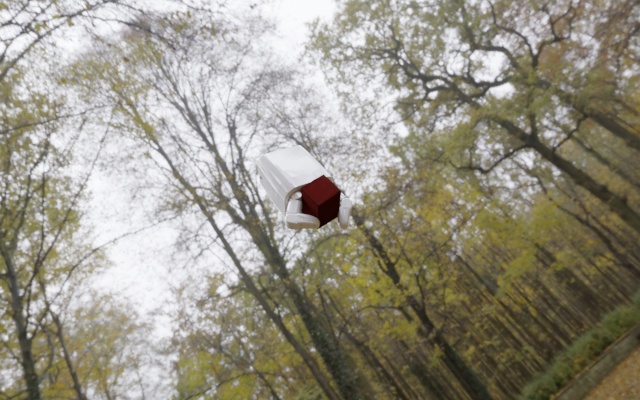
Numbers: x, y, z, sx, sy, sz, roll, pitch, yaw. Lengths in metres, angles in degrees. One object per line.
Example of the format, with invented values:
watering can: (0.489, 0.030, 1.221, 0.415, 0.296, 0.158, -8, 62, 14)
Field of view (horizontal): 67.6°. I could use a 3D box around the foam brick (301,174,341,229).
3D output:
foam brick: (0.000, 0.003, 0.856, 0.053, 0.051, 0.078, -31, -29, -21)
